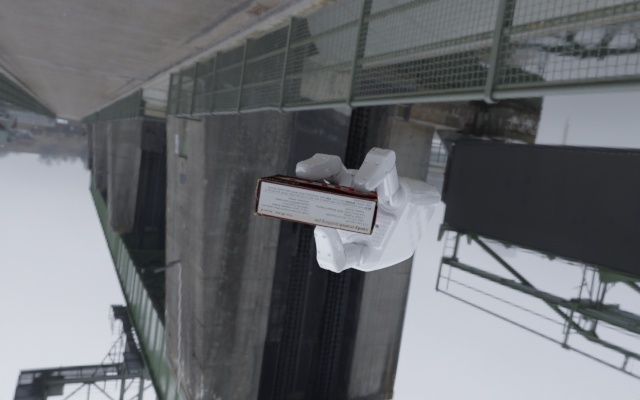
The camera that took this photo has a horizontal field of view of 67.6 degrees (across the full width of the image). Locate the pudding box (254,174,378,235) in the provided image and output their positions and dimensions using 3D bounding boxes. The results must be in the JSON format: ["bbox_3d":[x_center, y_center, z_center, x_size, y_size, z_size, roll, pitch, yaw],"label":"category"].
[{"bbox_3d":[0.000,0.002,0.470,0.113,0.039,0.090,8,5,5],"label":"pudding box"}]
